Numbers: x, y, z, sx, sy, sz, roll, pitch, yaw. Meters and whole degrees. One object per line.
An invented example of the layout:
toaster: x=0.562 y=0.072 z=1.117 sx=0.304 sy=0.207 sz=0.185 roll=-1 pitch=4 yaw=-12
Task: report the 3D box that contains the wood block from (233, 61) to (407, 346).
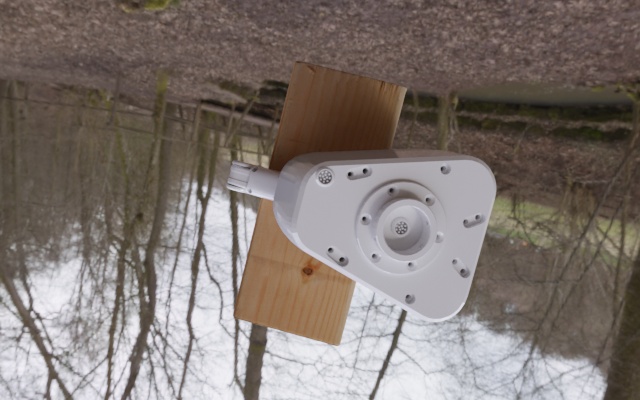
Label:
wood block: x=0.000 y=0.001 z=0.409 sx=0.091 sy=0.206 sz=0.090 roll=15 pitch=3 yaw=2
